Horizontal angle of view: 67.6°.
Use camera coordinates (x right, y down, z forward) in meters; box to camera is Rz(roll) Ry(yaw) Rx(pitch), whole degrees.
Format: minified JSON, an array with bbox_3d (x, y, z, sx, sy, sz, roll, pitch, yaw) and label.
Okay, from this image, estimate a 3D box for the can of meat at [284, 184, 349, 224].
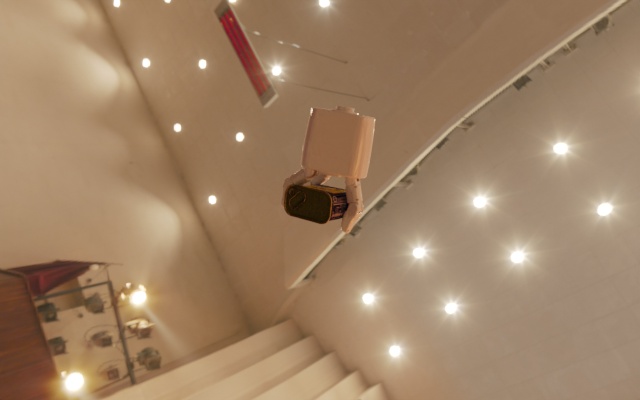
[{"bbox_3d":[0.000,0.003,0.857,0.102,0.057,0.084,13,12,34],"label":"can of meat"}]
